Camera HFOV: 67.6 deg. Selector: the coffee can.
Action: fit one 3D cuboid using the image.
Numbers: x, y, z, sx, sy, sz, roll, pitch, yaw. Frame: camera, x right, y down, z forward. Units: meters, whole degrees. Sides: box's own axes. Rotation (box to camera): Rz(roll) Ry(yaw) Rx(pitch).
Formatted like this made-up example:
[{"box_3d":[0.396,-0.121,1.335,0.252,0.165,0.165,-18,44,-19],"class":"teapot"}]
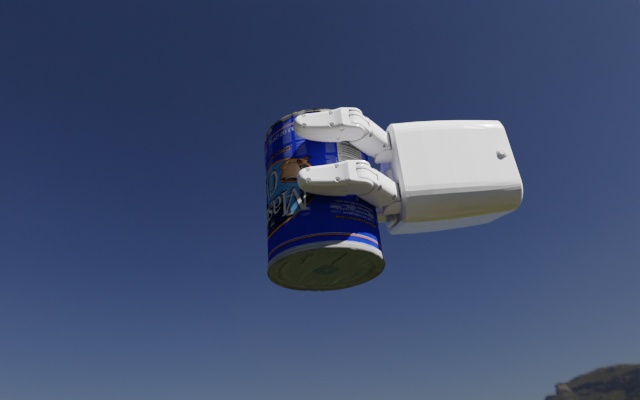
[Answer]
[{"box_3d":[0.000,0.002,0.446,0.103,0.140,0.103,-4,-29,-2],"class":"coffee can"}]
